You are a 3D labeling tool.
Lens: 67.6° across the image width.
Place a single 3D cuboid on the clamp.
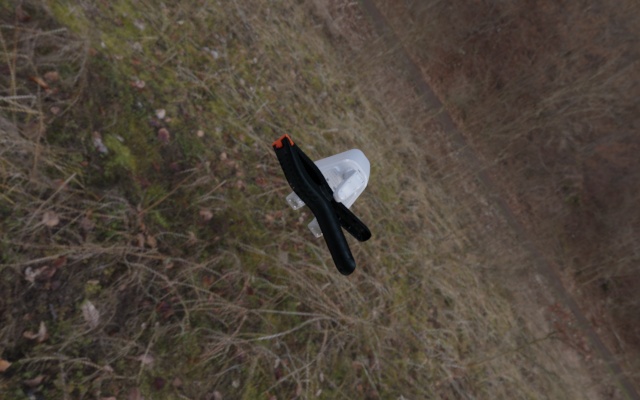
[{"bbox_3d":[0.000,0.001,0.670,0.036,0.210,0.164,-34,9,17],"label":"clamp"}]
